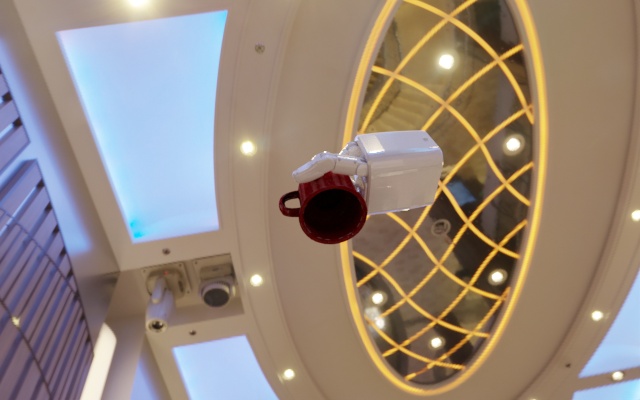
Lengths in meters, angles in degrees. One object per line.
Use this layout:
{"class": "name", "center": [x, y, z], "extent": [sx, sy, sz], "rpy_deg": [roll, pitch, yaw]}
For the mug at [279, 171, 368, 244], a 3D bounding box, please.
{"class": "mug", "center": [-0.001, 0.002, 0.669], "extent": [0.117, 0.093, 0.081], "rpy_deg": [-6, 31, -5]}
